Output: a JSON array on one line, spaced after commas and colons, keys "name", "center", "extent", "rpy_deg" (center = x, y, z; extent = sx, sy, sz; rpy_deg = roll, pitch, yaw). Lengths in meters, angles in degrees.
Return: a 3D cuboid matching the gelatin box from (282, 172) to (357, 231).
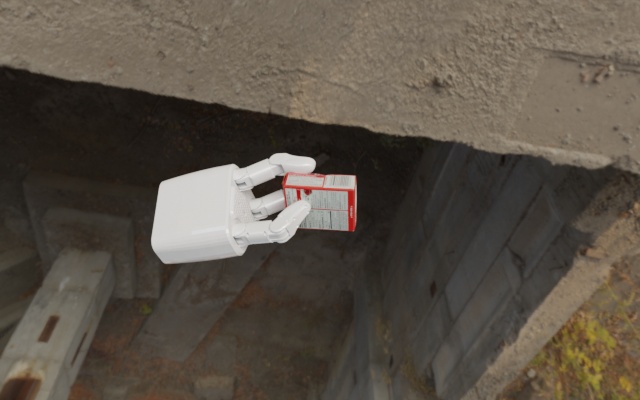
[{"name": "gelatin box", "center": [0.000, 0.002, 0.598], "extent": [0.089, 0.073, 0.030], "rpy_deg": [3, 43, 8]}]
